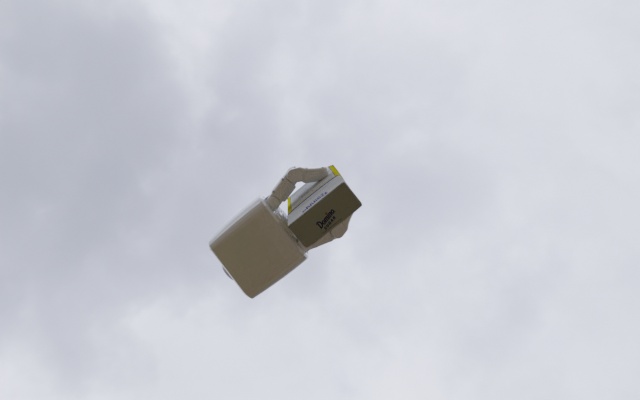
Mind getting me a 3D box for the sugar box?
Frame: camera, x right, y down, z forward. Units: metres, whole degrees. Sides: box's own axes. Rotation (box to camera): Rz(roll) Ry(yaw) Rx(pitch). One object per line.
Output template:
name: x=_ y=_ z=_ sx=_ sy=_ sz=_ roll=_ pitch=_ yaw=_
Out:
sugar box: x=0.000 y=0.003 z=0.675 sx=0.093 sy=0.048 sz=0.176 roll=-38 pitch=14 yaw=5
